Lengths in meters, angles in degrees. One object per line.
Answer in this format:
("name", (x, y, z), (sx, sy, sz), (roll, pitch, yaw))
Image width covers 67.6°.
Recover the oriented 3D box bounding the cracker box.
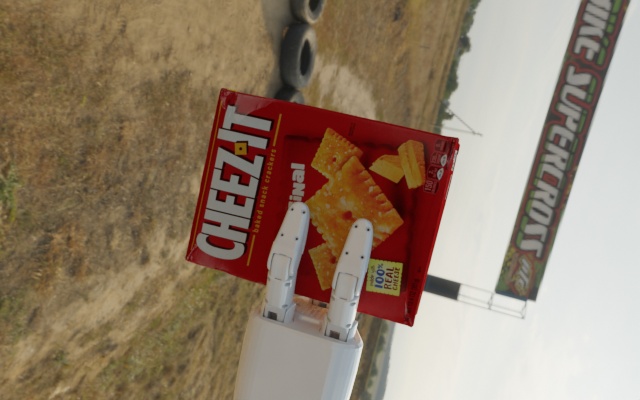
("cracker box", (0.000, 0.001, 0.434), (0.213, 0.164, 0.072), (14, 5, 11))
